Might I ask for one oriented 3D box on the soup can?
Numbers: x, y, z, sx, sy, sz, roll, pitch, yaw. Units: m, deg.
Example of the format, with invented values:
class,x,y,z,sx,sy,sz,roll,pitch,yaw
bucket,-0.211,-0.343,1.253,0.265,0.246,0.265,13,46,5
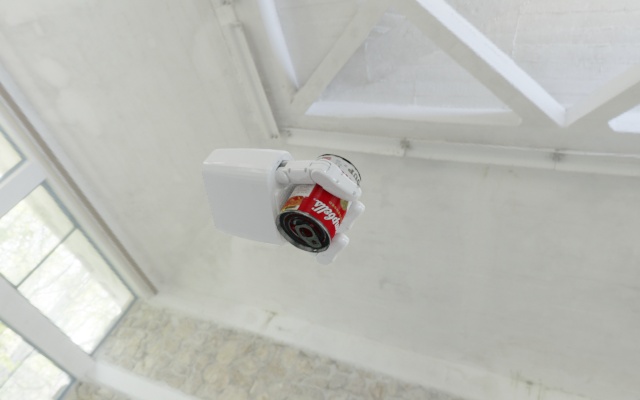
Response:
class,x,y,z,sx,sy,sz,roll,pitch,yaw
soup can,0.001,0.002,0.564,0.068,0.068,0.102,0,43,34
